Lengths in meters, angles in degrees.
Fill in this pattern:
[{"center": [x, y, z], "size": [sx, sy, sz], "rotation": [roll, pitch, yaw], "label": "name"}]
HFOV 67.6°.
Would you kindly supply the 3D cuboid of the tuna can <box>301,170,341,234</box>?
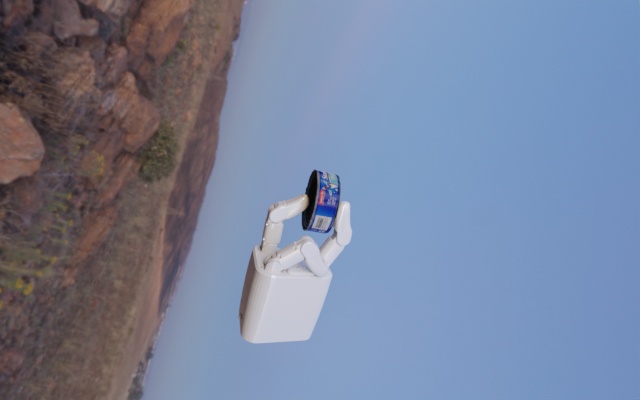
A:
[{"center": [0.001, 0.002, 0.660], "size": [0.034, 0.086, 0.086], "rotation": [10, -2, -12], "label": "tuna can"}]
